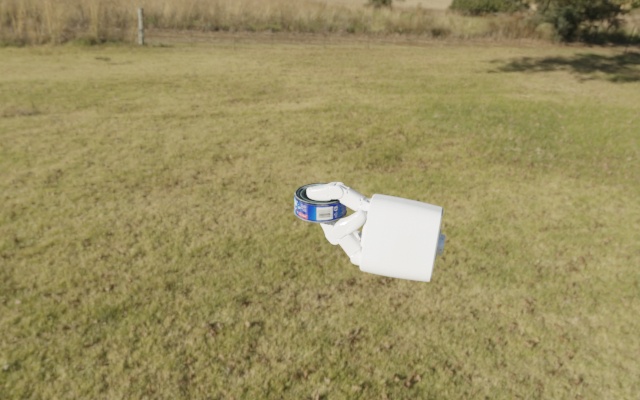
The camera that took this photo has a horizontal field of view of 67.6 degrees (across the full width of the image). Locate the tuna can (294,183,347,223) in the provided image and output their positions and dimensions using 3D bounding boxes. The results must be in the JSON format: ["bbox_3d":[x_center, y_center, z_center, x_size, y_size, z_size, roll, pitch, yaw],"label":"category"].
[{"bbox_3d":[0.000,0.002,0.766,0.086,0.034,0.086,0,25,0],"label":"tuna can"}]
